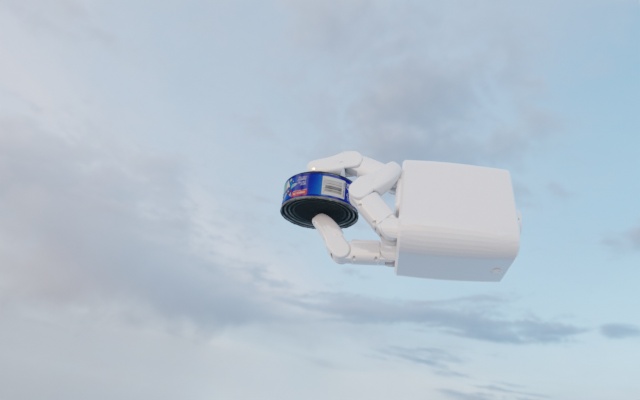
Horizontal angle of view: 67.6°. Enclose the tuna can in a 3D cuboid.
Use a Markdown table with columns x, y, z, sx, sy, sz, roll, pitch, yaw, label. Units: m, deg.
| x | y | z | sx | sy | sz | roll | pitch | yaw | label |
| --- | --- | --- | --- | --- | --- | --- | --- | --- | --- |
| 0.000 | 0.001 | 0.526 | 0.086 | 0.033 | 0.086 | 5 | -25 | 2 | tuna can |
